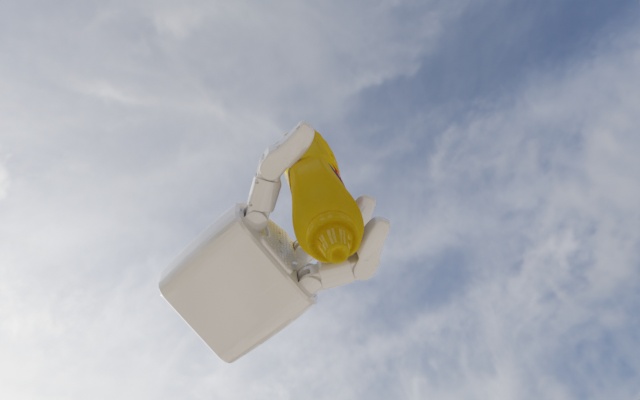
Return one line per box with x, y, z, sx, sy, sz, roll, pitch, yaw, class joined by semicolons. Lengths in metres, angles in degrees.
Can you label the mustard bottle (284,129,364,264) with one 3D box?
0.000;0.001;0.438;0.058;0.096;0.191;-17;25;0;mustard bottle
